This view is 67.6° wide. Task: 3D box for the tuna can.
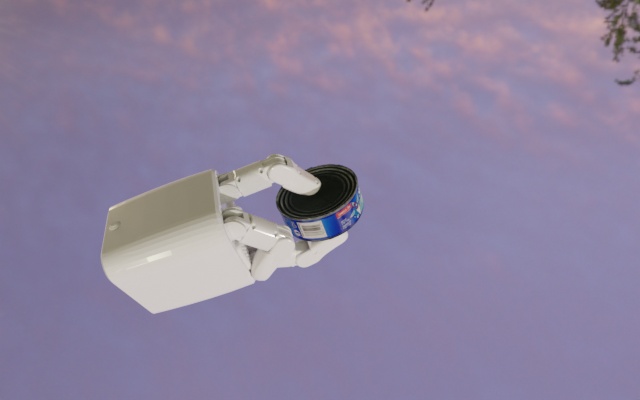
[{"bbox_3d":[0.000,0.002,0.488,0.086,0.034,0.086,-13,37,10],"label":"tuna can"}]
